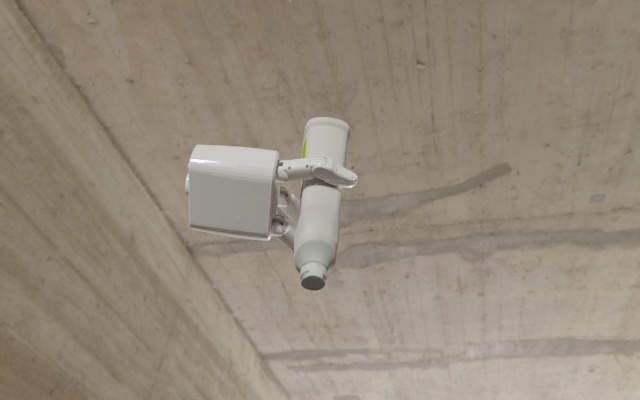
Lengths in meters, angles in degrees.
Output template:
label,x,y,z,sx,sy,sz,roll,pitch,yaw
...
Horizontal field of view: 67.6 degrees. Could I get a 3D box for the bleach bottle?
label,x,y,z,sx,sy,sz,roll,pitch,yaw
bleach bottle,0.000,0.002,0.626,0.068,0.103,0.250,7,43,-2
